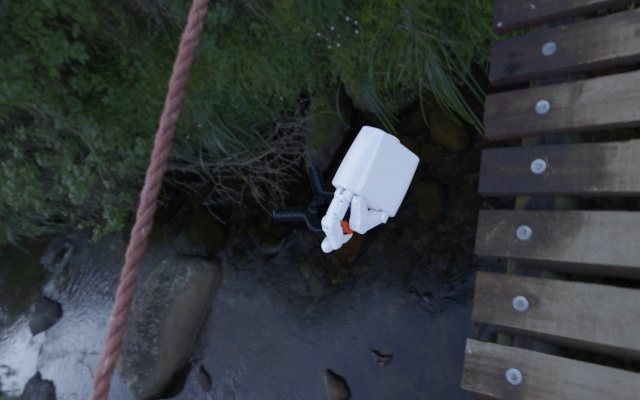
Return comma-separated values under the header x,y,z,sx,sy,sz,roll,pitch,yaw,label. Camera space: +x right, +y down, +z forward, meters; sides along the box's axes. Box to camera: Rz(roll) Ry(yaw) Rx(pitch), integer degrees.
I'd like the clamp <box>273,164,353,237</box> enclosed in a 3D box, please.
x,y,z,sx,sy,sz,roll,pitch,yaw,label
0.000,0.003,0.818,0.171,0.120,0.039,22,-7,42,clamp
